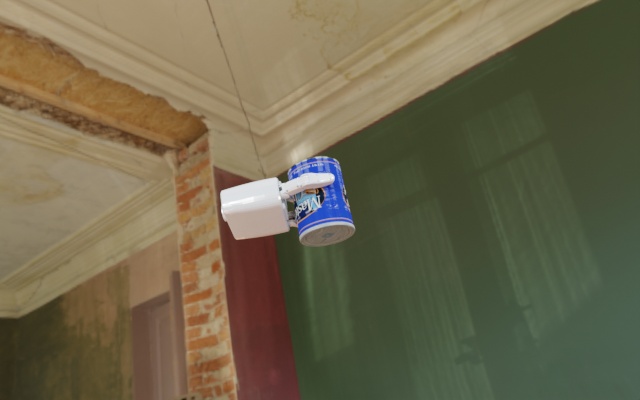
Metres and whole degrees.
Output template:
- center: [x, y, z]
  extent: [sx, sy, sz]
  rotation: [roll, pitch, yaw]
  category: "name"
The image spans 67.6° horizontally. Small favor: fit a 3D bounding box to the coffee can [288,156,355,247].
- center: [0.000, 0.003, 0.897]
  extent: [0.103, 0.140, 0.103]
  rotation: [-10, -24, -4]
  category: "coffee can"
